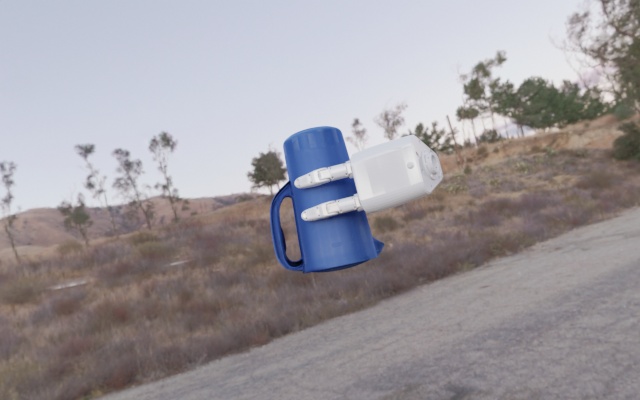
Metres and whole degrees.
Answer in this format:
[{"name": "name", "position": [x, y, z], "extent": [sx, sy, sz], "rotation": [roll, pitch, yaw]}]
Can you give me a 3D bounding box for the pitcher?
[{"name": "pitcher", "position": [0.000, 0.003, 0.828], "extent": [0.145, 0.243, 0.149], "rotation": [-18, -9, 33]}]
